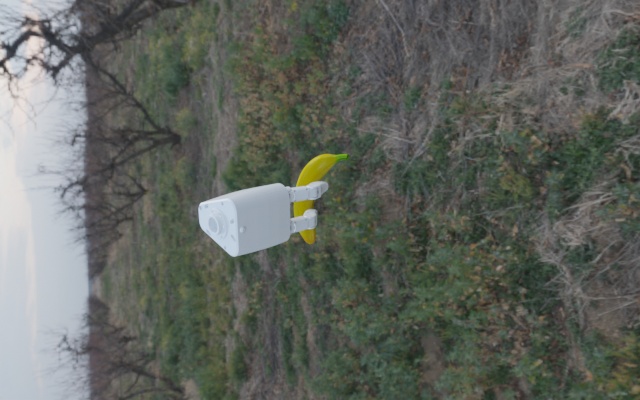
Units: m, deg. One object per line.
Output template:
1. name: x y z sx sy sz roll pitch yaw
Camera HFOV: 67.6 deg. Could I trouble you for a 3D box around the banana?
1. banana: -0.015 -0.009 0.867 0.069 0.198 0.037 28 31 12
